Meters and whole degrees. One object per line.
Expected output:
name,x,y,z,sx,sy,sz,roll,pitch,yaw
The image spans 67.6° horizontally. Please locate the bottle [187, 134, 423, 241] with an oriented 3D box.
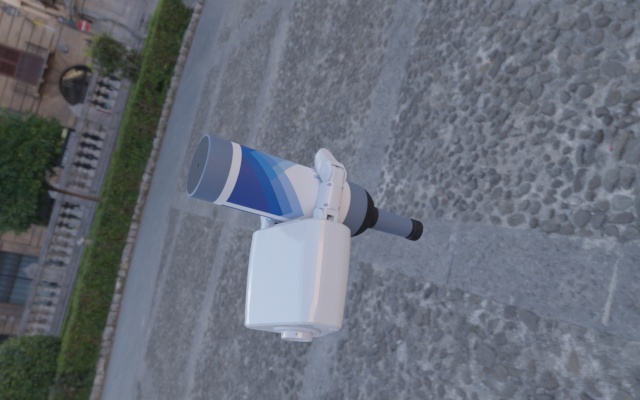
bottle,0.000,0.002,0.552,0.296,0.069,0.069,17,-8,-28
